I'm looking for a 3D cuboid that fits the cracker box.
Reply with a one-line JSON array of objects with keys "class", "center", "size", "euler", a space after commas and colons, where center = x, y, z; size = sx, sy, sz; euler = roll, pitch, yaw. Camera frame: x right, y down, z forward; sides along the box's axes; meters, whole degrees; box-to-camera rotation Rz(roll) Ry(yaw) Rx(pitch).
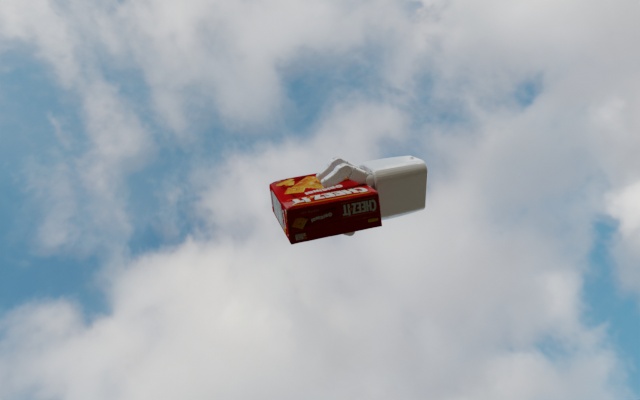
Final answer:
[{"class": "cracker box", "center": [0.000, 0.003, 0.893], "size": [0.164, 0.072, 0.213], "euler": [-11, 16, -11]}]
